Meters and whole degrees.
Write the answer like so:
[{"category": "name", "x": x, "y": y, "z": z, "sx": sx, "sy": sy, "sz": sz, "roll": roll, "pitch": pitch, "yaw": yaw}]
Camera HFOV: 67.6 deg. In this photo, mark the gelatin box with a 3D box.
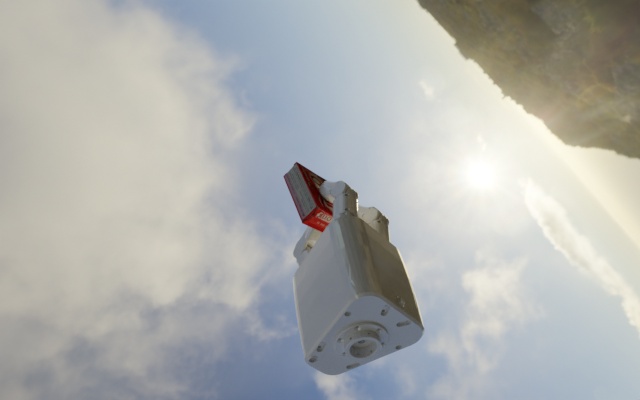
[{"category": "gelatin box", "x": 0.000, "y": 0.002, "z": 0.580, "sx": 0.073, "sy": 0.030, "sz": 0.089, "roll": 29, "pitch": 24, "yaw": -40}]
